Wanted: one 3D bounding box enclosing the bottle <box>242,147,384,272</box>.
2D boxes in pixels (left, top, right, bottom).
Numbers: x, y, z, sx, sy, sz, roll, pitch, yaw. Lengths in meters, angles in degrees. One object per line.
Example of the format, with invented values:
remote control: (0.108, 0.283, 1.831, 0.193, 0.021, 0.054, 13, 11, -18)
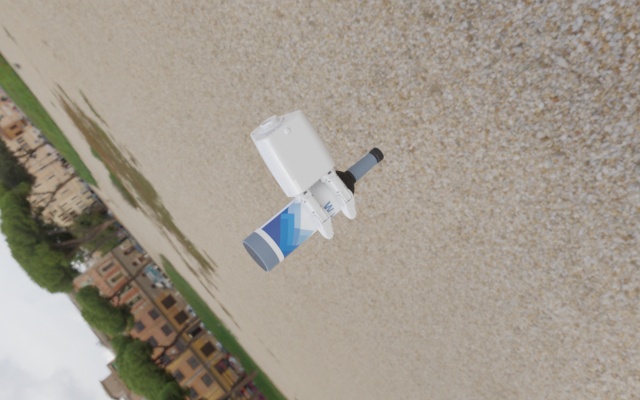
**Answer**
bottle: (0.000, 0.003, 0.825, 0.295, 0.069, 0.069, -40, 15, -19)
